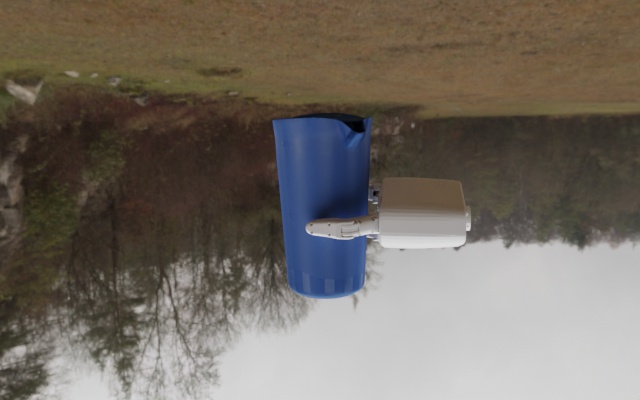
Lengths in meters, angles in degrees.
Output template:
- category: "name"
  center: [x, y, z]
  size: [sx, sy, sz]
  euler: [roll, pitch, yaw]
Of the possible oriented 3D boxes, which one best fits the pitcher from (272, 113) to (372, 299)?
- category: "pitcher"
  center: [0.000, 0.002, 0.663]
  size: [0.145, 0.243, 0.149]
  euler: [1, 9, 11]
